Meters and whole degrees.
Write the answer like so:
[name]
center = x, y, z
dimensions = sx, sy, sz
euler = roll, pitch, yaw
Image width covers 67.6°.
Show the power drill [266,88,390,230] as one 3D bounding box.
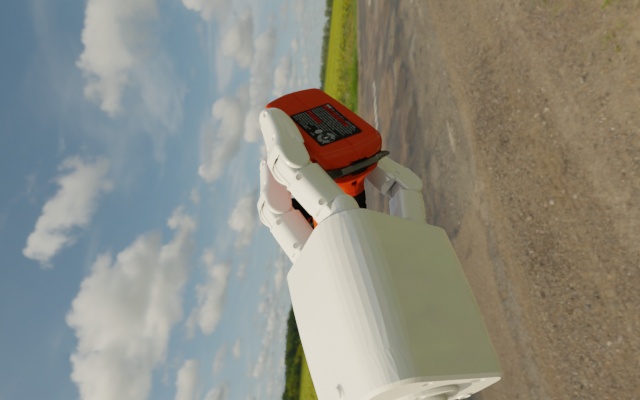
[power drill]
center = 0.000, 0.001, 0.425
dimensions = 0.057, 0.188, 0.184
euler = -25, 43, -20
